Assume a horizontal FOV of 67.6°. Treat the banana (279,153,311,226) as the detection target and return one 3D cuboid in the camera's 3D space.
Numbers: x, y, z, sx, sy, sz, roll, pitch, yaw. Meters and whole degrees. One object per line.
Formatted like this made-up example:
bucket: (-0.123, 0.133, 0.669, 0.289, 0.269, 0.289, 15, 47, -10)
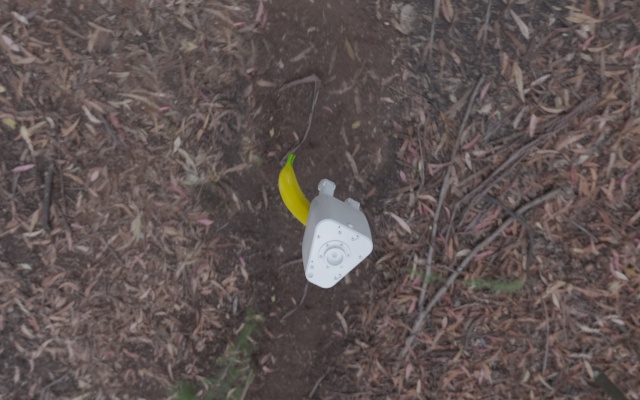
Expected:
banana: (-0.017, 0.011, 0.868, 0.069, 0.198, 0.037, -37, 15, 4)
